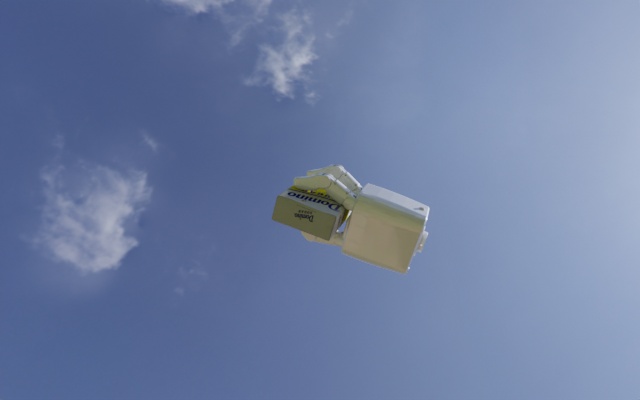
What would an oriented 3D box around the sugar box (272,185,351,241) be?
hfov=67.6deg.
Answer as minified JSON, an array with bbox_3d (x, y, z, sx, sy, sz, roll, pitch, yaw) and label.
[{"bbox_3d":[0.000,0.002,0.750,0.093,0.048,0.176,20,17,10],"label":"sugar box"}]
